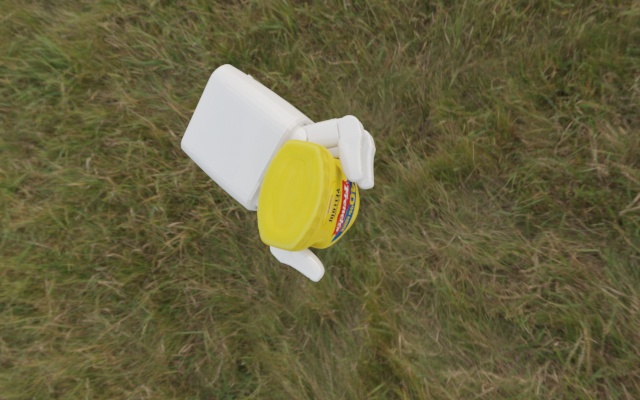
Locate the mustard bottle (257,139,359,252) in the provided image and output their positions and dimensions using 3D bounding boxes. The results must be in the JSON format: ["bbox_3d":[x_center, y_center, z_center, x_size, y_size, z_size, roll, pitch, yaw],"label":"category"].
[{"bbox_3d":[0.000,0.002,0.492,0.058,0.096,0.191,13,-1,17],"label":"mustard bottle"}]
